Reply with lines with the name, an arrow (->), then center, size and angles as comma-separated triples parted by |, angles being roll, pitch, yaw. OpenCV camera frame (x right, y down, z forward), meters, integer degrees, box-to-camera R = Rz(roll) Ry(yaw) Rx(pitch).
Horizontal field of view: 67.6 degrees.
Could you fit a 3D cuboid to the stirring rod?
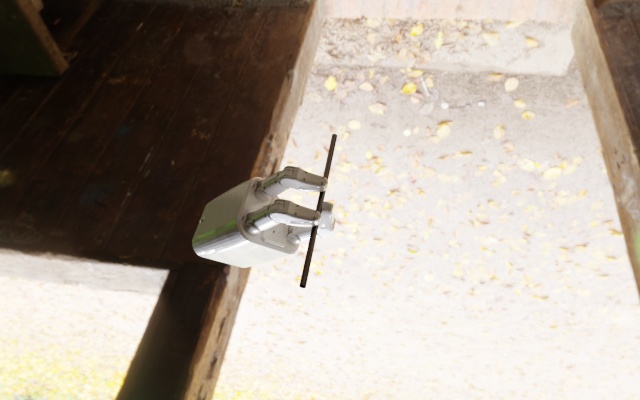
stirring rod -> 0.000, 0.002, 0.601 | 0.011, 0.239, 0.011 | 8, -38, 6
